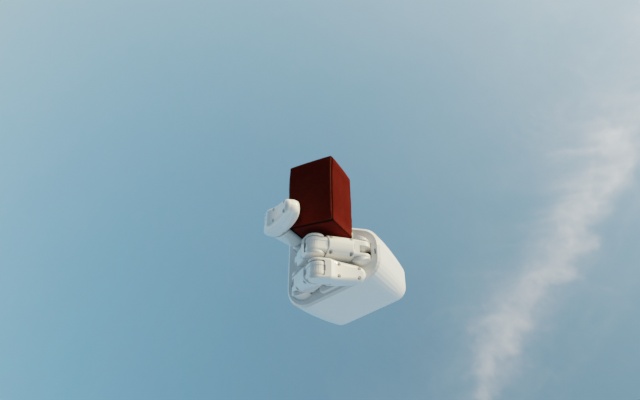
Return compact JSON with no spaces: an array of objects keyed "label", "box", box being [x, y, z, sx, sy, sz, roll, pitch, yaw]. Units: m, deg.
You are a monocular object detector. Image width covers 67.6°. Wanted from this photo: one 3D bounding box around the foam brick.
[{"label":"foam brick","box":[0.000,0.001,0.522,0.053,0.078,0.051,-13,-31,24]}]
